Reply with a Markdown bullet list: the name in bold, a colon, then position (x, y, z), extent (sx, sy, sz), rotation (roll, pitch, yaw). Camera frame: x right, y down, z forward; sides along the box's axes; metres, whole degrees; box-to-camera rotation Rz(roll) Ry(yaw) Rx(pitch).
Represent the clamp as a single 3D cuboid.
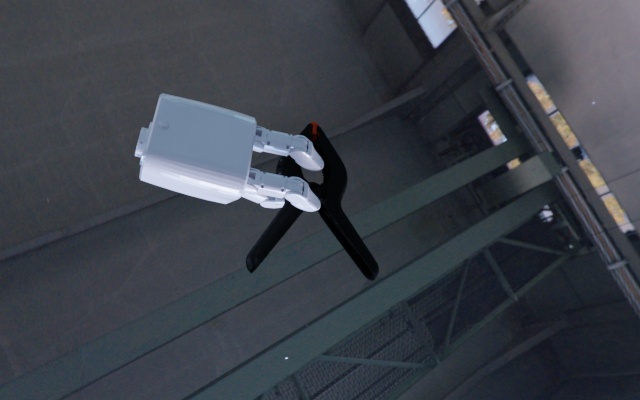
- **clamp**: position (0.000, 0.002, 0.596), extent (0.164, 0.210, 0.036), rotation (14, -26, -19)
